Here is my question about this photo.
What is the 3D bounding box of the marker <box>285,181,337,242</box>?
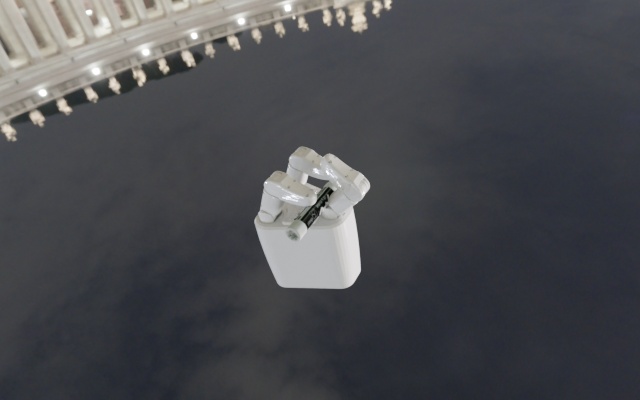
[{"bbox_3d":[0.000,0.002,0.535,0.020,0.020,0.121,0,35,36],"label":"marker"}]
